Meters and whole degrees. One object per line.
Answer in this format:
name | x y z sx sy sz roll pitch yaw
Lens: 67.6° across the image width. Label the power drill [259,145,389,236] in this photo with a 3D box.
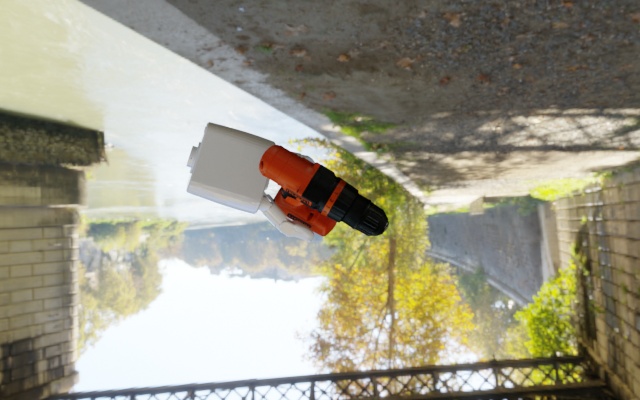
power drill | 0.000 0.002 0.680 0.184 0.057 0.188 33 -14 2
